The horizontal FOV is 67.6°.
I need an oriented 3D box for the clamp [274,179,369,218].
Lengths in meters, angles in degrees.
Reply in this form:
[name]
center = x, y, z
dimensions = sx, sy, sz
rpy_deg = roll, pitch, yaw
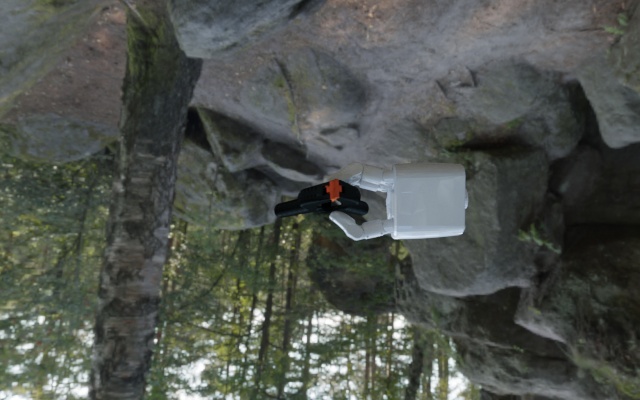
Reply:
[clamp]
center = 0.000, 0.003, 0.749
dimensions = 0.164, 0.036, 0.210
rpy_deg = -4, -9, 1
